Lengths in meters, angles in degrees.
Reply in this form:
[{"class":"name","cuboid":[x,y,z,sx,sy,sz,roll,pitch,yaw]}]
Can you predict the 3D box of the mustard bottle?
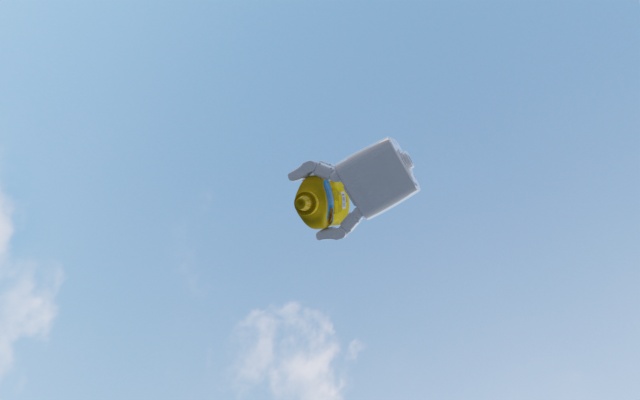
[{"class":"mustard bottle","cuboid":[0.000,0.003,0.860,0.058,0.096,0.191,-4,0,19]}]
